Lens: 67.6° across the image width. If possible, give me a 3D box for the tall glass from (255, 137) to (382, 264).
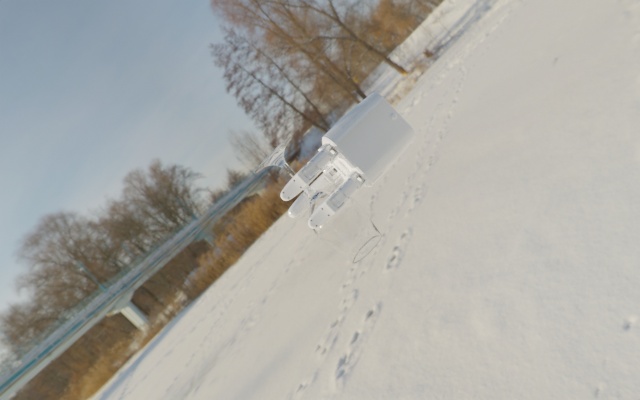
[{"bbox_3d":[0.000,0.002,0.709,0.079,0.201,0.079,-44,4,3],"label":"tall glass"}]
